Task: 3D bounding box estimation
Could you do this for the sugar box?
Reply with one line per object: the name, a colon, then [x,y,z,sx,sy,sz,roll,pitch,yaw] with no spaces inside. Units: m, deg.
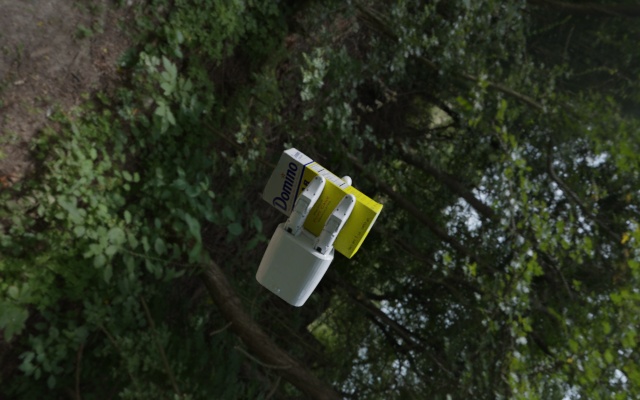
sugar box: [0.000,0.003,0.755,0.176,0.093,0.048,32,23,9]
